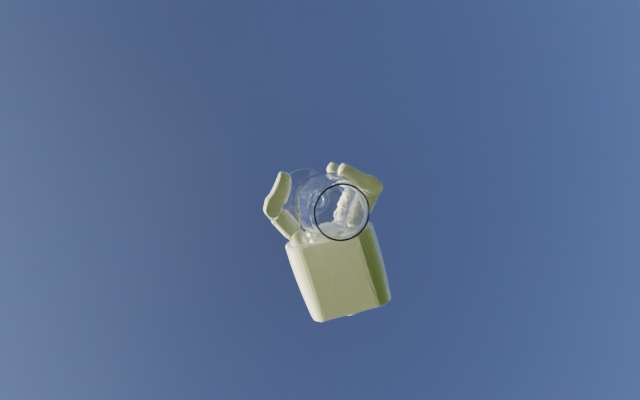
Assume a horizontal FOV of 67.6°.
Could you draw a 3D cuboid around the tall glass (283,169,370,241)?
[{"bbox_3d":[0.000,0.002,0.596,0.079,0.079,0.201,0,6,-13],"label":"tall glass"}]
